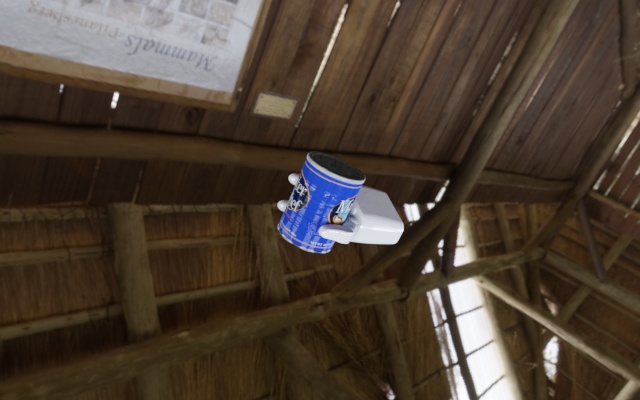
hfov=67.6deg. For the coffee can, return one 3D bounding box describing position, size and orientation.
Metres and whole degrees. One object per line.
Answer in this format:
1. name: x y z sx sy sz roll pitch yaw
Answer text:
1. coffee can: 0.000 0.003 0.802 0.103 0.140 0.102 21 20 -8
